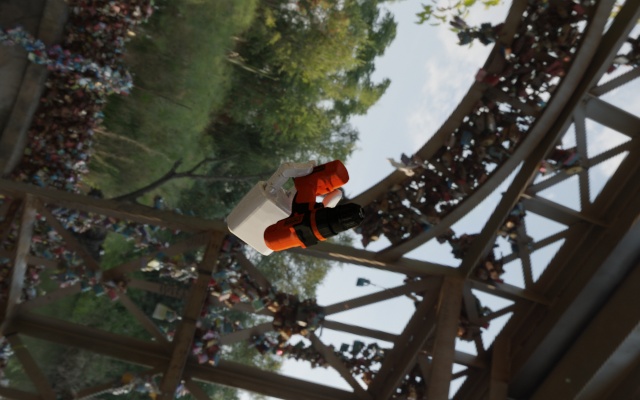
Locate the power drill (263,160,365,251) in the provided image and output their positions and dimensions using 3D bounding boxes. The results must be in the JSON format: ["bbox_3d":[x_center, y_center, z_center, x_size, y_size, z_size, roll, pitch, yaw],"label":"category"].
[{"bbox_3d":[0.000,0.003,0.840,0.184,0.057,0.187,-16,29,23],"label":"power drill"}]
